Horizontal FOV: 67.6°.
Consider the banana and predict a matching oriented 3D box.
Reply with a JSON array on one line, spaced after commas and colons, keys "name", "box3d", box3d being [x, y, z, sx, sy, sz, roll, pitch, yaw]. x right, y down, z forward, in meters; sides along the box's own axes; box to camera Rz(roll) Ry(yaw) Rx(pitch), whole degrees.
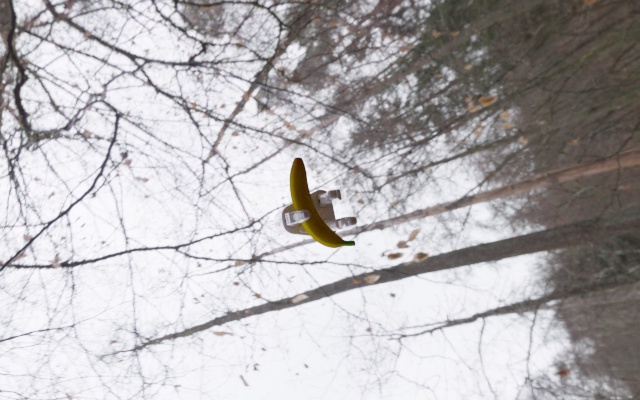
[{"name": "banana", "box3d": [-0.014, 0.016, 0.897, 0.069, 0.198, 0.037, -33, -2, 7]}]
